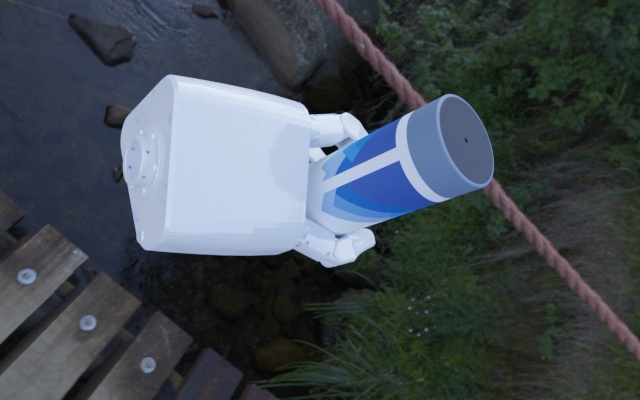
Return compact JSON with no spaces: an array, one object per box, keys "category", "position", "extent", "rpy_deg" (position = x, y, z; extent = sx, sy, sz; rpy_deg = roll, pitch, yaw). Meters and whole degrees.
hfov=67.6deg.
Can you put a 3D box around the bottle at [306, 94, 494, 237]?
[{"category":"bottle","position":[0.000,0.001,0.418],"extent":[0.069,0.069,0.296],"rpy_deg":[0,-16,-43]}]
